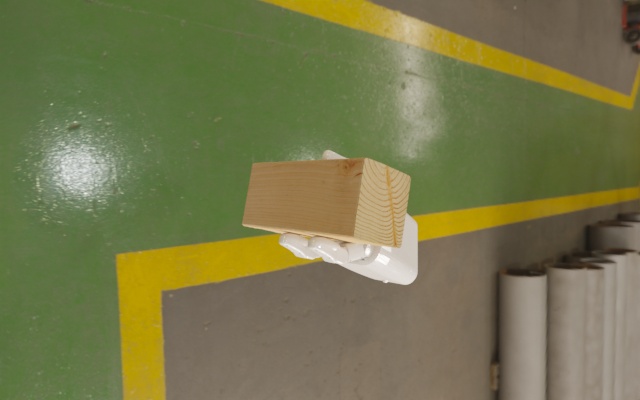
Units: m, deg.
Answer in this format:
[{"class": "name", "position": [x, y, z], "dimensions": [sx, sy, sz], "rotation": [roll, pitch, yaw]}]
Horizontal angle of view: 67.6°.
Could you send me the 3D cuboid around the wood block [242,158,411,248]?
[{"class": "wood block", "position": [0.001, 0.002, 0.612], "dimensions": [0.090, 0.091, 0.206], "rotation": [16, -10, -43]}]
